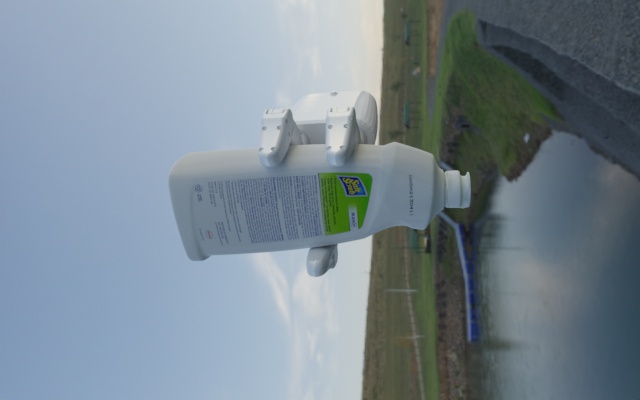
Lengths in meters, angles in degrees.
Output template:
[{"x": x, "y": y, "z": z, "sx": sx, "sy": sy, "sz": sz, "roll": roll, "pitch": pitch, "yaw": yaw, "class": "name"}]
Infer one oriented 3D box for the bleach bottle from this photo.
[{"x": 0.000, "y": 0.001, "z": 0.420, "sx": 0.251, "sy": 0.103, "sz": 0.068, "roll": -1, "pitch": 27, "yaw": 11, "class": "bleach bottle"}]
